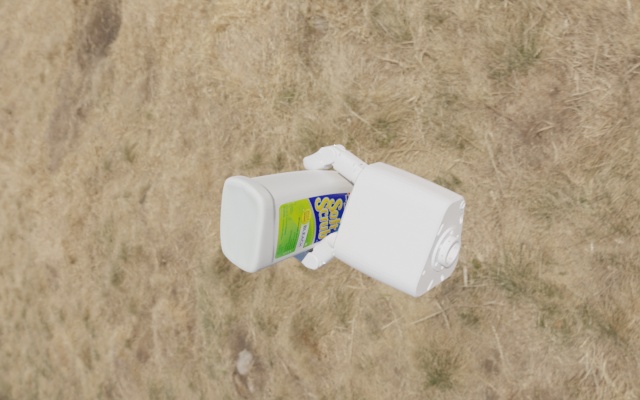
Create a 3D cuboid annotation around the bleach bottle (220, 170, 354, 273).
[{"bbox_3d":[0.000,0.002,0.575,0.068,0.103,0.251,27,29,35],"label":"bleach bottle"}]
